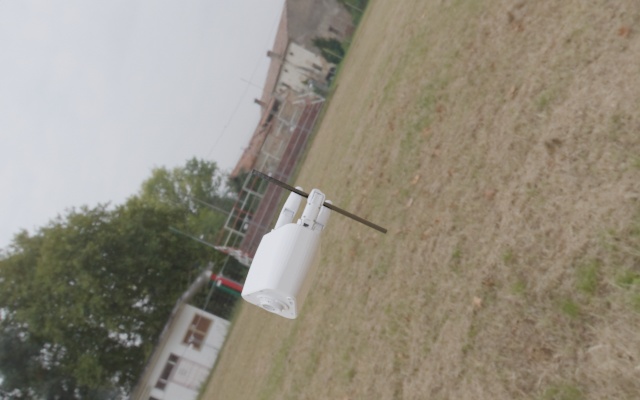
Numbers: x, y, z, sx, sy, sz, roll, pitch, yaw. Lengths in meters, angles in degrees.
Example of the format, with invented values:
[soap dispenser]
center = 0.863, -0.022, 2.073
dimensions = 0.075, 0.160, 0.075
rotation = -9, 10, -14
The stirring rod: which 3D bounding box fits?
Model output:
[stirring rod]
center = 0.000, 0.003, 0.778
dimensions = 0.239, 0.011, 0.011
rotation = 24, -3, -6
